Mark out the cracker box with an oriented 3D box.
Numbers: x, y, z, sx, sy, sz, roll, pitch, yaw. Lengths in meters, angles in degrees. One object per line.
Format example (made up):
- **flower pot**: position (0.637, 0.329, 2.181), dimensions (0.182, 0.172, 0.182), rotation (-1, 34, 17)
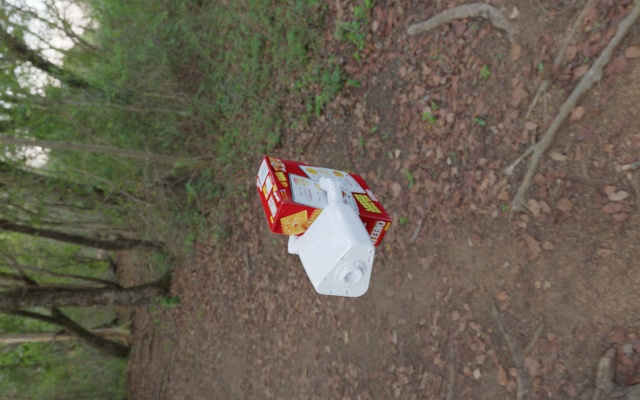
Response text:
- **cracker box**: position (0.000, 0.003, 0.880), dimensions (0.214, 0.072, 0.164), rotation (11, 29, -25)
